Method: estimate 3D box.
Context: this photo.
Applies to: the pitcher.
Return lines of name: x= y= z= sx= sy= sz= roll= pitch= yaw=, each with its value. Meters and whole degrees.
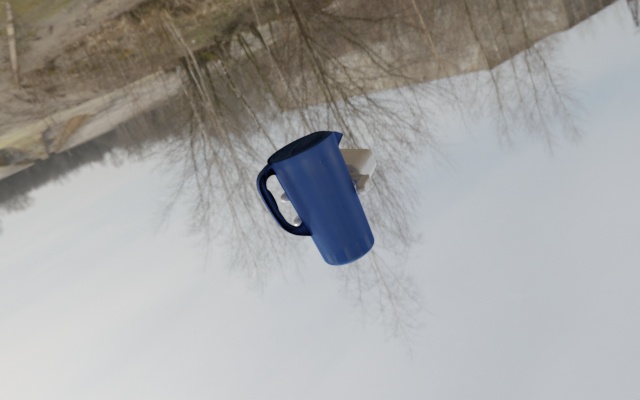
pitcher: x=0.000 y=0.003 z=0.896 sx=0.149 sy=0.243 sz=0.145 roll=-16 pitch=20 yaw=28
